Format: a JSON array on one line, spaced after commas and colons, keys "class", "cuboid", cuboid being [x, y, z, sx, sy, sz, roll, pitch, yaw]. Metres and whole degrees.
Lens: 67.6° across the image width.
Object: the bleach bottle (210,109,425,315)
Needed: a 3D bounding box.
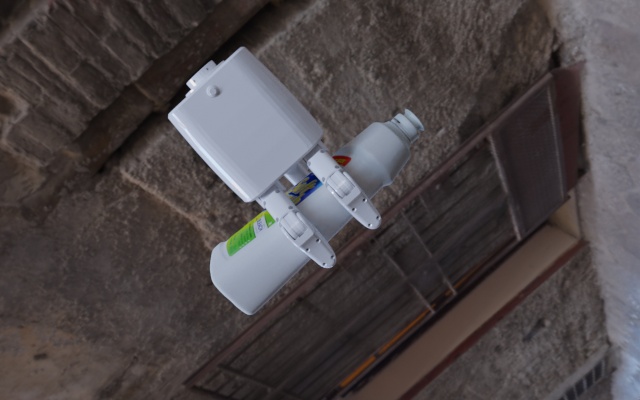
[{"class": "bleach bottle", "cuboid": [0.000, 0.002, 0.489, 0.251, 0.068, 0.102, -42, 17, 3]}]
